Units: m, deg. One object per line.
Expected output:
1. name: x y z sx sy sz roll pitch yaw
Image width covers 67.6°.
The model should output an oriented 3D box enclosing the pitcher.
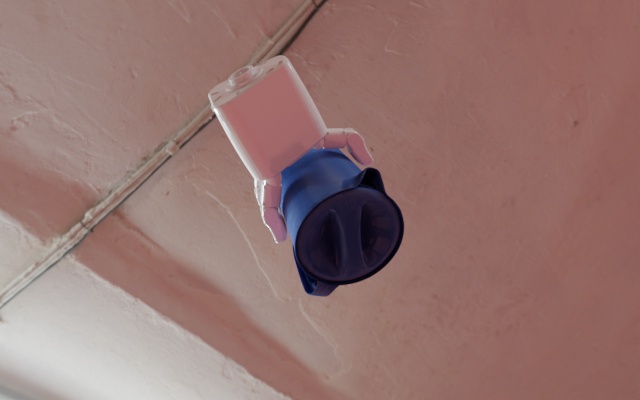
1. pitcher: 0.000 0.002 0.650 0.149 0.145 0.242 -30 32 -1
